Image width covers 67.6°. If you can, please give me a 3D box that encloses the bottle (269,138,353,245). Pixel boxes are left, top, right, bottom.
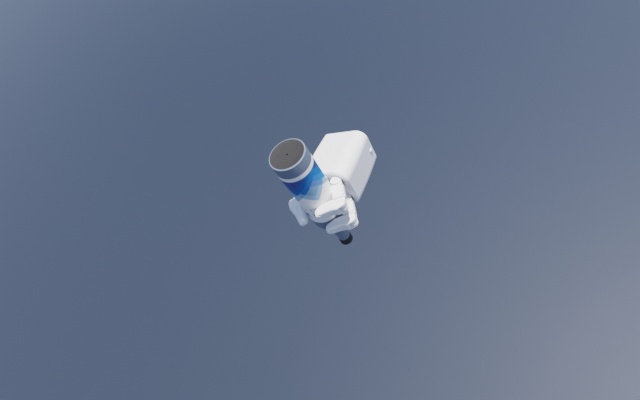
[{"bbox_3d":[0.000,0.003,0.886,0.069,0.069,0.296,0,-32,26],"label":"bottle"}]
